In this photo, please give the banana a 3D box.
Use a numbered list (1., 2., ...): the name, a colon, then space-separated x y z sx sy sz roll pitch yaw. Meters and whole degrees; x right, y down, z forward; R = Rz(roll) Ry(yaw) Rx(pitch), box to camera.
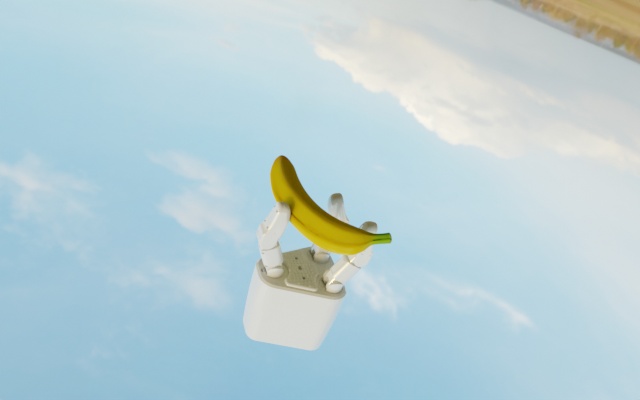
1. banana: -0.011 0.008 0.563 0.069 0.037 0.197 -19 47 -40
